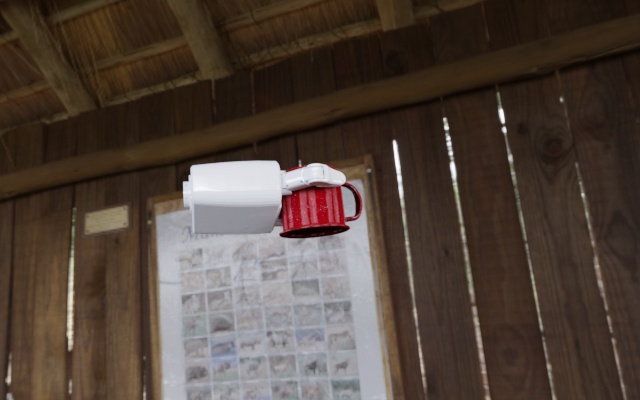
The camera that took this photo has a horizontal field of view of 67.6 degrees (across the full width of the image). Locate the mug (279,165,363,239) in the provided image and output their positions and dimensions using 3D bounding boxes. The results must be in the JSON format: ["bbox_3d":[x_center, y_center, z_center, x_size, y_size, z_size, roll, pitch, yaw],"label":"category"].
[{"bbox_3d":[0.001,0.002,0.632,0.117,0.081,0.093,-2,-13,-16],"label":"mug"}]
